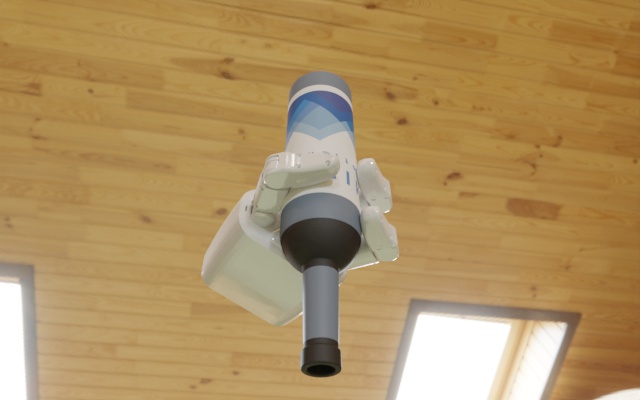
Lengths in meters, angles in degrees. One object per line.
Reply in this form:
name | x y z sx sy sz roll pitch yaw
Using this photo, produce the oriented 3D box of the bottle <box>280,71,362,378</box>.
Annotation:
bottle | 0.000 0.001 0.411 0.069 0.295 0.069 0 -41 0
